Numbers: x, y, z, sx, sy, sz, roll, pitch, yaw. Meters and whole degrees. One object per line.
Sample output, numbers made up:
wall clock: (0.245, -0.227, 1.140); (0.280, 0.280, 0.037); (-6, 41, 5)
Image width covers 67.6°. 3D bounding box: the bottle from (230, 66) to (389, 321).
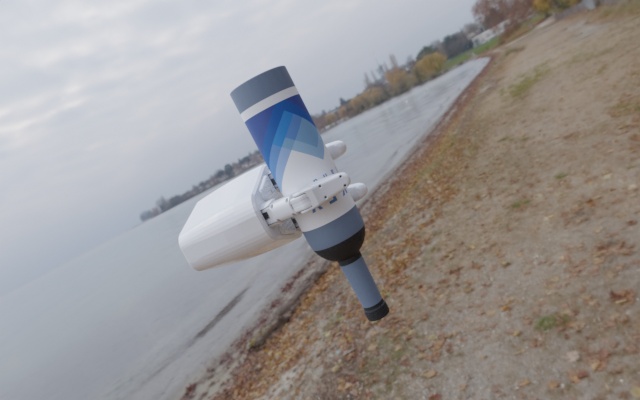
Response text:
bottle: (0.000, 0.001, 0.527); (0.069, 0.296, 0.069); (-27, 8, 4)
